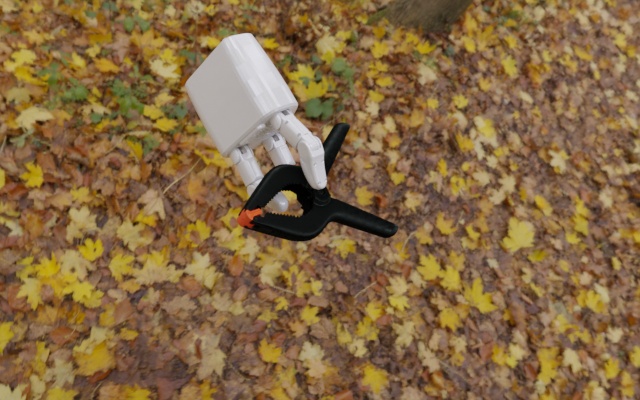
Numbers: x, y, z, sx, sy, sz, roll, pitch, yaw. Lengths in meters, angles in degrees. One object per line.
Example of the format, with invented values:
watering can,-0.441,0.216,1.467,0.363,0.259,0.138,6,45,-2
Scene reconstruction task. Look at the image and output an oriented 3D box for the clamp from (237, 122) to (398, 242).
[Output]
clamp,0.000,0.002,0.573,0.210,0.164,0.036,-27,-5,-39
